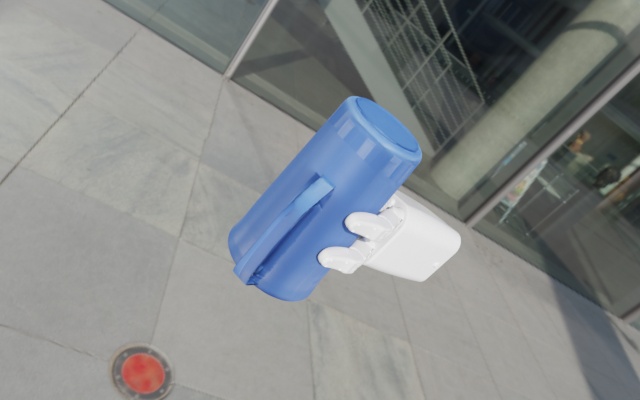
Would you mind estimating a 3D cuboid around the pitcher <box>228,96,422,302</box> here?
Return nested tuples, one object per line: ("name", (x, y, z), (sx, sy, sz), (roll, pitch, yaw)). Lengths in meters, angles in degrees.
("pitcher", (0.000, 0.002, 0.565), (0.145, 0.243, 0.149), (24, 30, -30))
